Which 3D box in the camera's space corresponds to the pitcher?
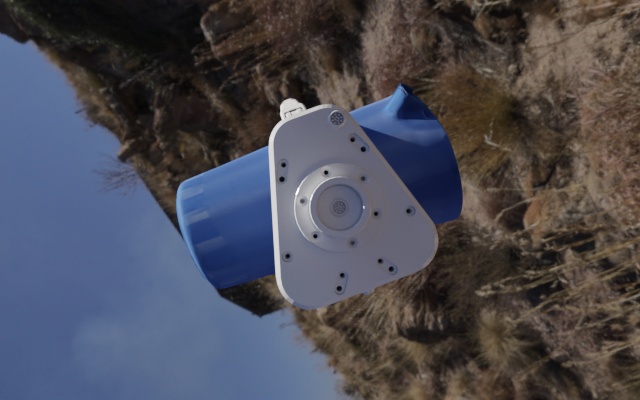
[{"bbox_3d":[0.000,0.001,0.459,0.243,0.149,0.145,-20,2,-2],"label":"pitcher"}]
